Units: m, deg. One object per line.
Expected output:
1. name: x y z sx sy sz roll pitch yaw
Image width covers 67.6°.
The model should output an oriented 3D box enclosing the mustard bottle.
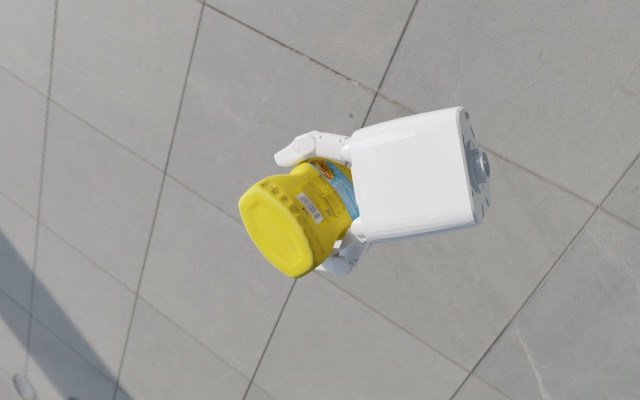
1. mustard bottle: 0.000 0.002 0.513 0.058 0.096 0.191 -39 -3 32
